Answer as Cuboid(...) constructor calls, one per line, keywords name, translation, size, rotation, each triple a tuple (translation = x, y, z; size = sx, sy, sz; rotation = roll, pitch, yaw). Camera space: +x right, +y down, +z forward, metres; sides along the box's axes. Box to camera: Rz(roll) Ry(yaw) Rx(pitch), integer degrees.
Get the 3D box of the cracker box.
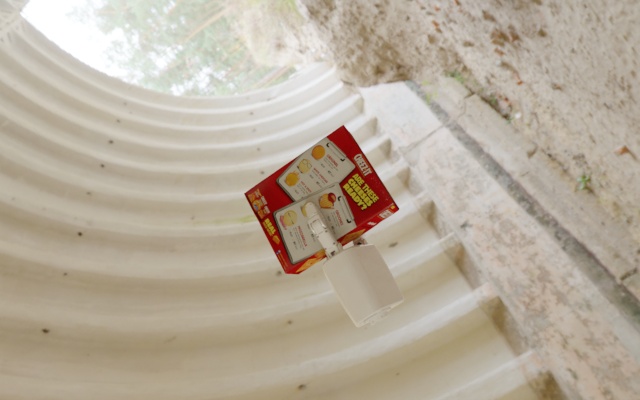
Cuboid(name="cracker box", translation=(0.000, 0.003, 0.815), size=(0.214, 0.164, 0.072), rotation=(-34, -18, 10))
